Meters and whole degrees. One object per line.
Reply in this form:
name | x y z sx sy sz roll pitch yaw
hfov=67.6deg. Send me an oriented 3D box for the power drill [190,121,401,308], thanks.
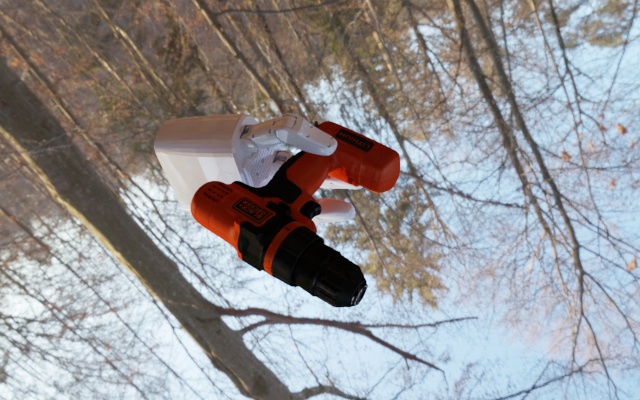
power drill | 0.000 0.001 0.460 0.184 0.057 0.187 29 46 23
